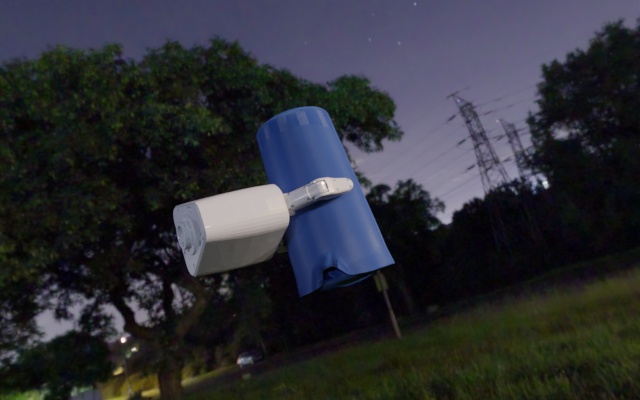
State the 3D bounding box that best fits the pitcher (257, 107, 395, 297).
[{"bbox_3d":[0.000,0.002,0.664,0.145,0.242,0.149,-12,-13,-32],"label":"pitcher"}]
